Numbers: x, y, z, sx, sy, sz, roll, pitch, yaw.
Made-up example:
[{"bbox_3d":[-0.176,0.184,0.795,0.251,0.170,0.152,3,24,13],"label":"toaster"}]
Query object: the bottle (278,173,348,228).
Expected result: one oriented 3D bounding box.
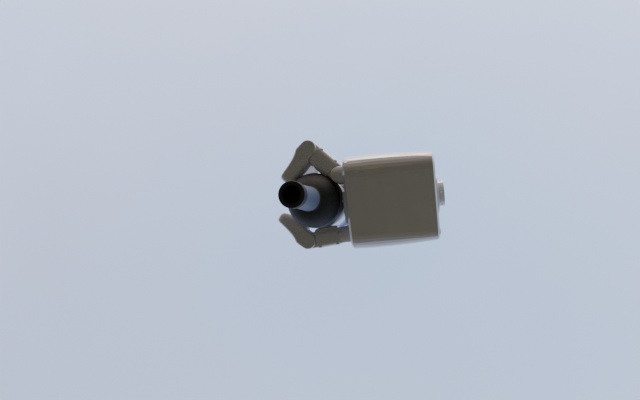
[{"bbox_3d":[0.000,0.002,0.609,0.069,0.069,0.296,0,-3,11],"label":"bottle"}]
